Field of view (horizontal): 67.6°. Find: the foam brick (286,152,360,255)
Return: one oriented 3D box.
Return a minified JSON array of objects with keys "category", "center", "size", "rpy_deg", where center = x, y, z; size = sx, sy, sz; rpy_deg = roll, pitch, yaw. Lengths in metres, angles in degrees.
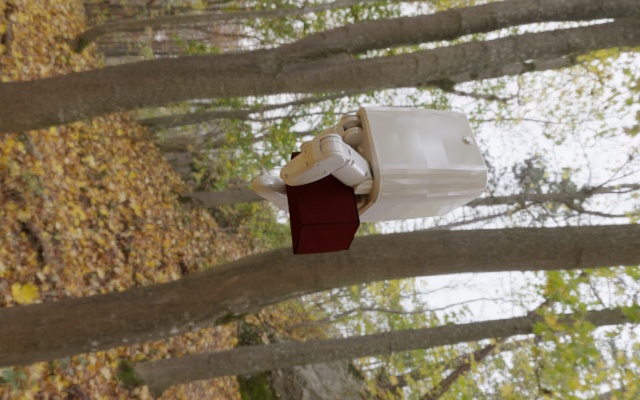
[{"category":"foam brick","center":[0.000,0.002,0.424],"size":[0.051,0.078,0.053],"rpy_deg":[-1,-32,-12]}]
